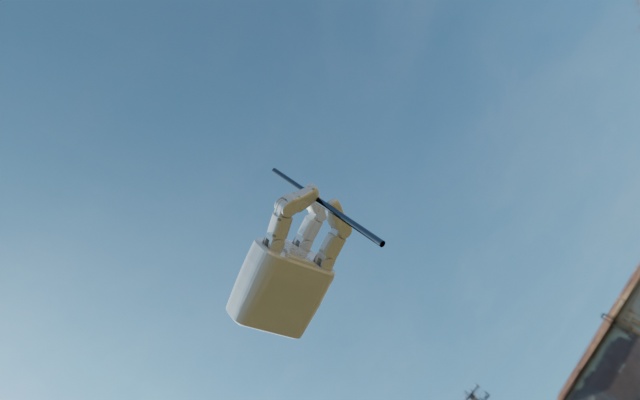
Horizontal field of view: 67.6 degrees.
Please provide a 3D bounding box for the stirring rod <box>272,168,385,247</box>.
[{"bbox_3d":[0.000,0.002,0.610,0.011,0.011,0.239,0,22,-38],"label":"stirring rod"}]
